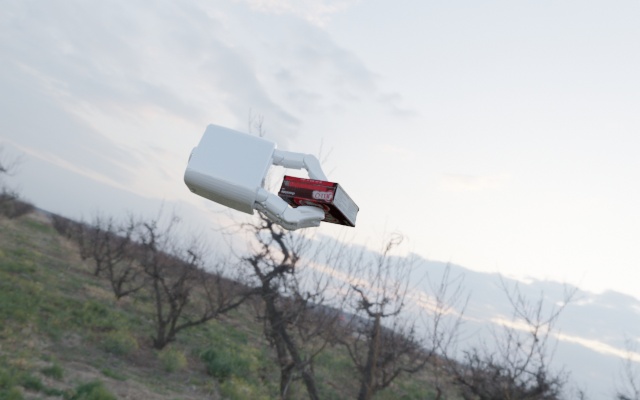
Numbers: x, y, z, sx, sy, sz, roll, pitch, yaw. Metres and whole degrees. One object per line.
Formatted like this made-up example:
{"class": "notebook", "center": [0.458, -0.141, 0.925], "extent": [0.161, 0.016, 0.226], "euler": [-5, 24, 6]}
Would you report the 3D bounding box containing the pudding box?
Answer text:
{"class": "pudding box", "center": [0.000, 0.002, 0.722], "extent": [0.090, 0.039, 0.113], "euler": [10, -14, 25]}
